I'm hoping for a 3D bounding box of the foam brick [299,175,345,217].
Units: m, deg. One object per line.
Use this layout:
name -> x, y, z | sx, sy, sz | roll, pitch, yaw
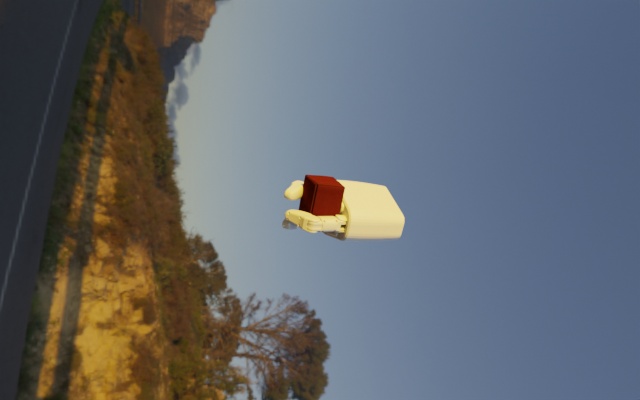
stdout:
foam brick -> 0.000, 0.002, 0.775 | 0.051, 0.078, 0.053 | 3, 21, -24
